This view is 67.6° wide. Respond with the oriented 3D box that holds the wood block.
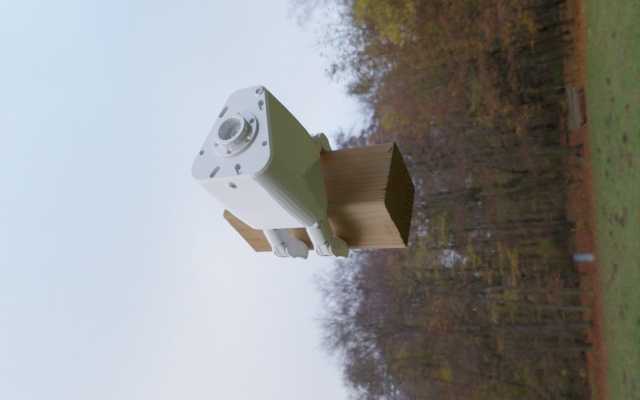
[{"bbox_3d":[0.000,0.001,0.583,0.206,0.090,0.090,-4,-38,27],"label":"wood block"}]
